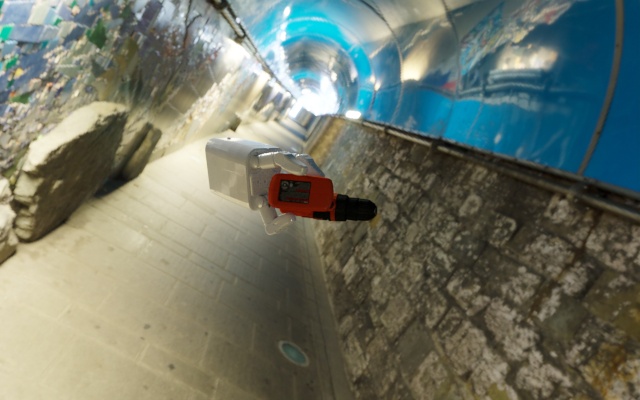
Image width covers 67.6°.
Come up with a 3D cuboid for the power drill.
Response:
[{"bbox_3d":[0.000,0.003,0.819,0.184,0.057,0.188,3,-9,11],"label":"power drill"}]
